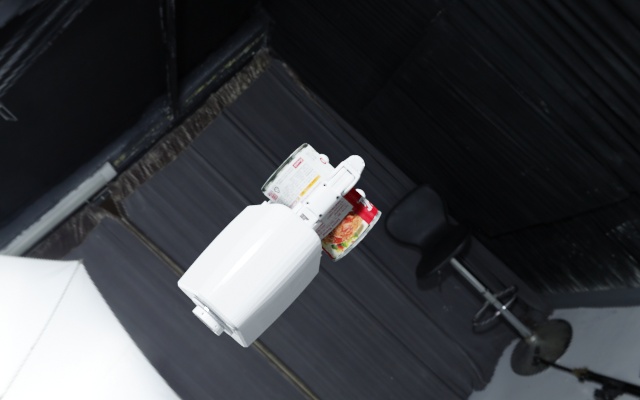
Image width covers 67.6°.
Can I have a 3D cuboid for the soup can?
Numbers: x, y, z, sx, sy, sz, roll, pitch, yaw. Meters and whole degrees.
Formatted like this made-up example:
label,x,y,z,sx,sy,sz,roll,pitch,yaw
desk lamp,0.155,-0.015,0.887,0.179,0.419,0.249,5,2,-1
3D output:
label,x,y,z,sx,sy,sz,roll,pitch,yaw
soup can,0.000,0.001,0.475,0.102,0.068,0.068,44,-2,-2
